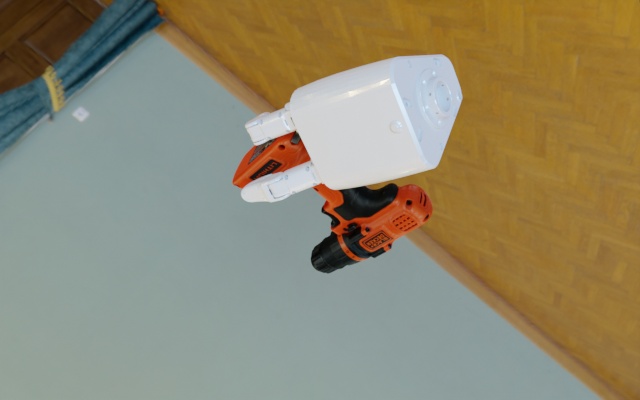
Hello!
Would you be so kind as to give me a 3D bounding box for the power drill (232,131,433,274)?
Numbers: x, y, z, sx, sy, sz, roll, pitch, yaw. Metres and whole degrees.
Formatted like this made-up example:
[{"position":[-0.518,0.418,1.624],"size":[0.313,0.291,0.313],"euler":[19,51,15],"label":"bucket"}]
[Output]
[{"position":[0.000,0.001,0.532],"size":[0.188,0.057,0.184],"euler":[35,-48,-21],"label":"power drill"}]
